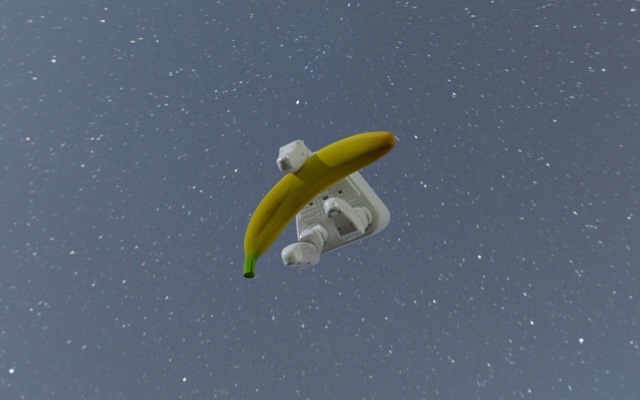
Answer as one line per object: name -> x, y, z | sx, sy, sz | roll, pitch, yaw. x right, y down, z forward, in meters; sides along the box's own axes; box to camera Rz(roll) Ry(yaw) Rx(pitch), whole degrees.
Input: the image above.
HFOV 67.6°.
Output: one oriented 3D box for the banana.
banana -> -0.012, -0.008, 0.481 | 0.069, 0.198, 0.037 | 51, 8, 38
